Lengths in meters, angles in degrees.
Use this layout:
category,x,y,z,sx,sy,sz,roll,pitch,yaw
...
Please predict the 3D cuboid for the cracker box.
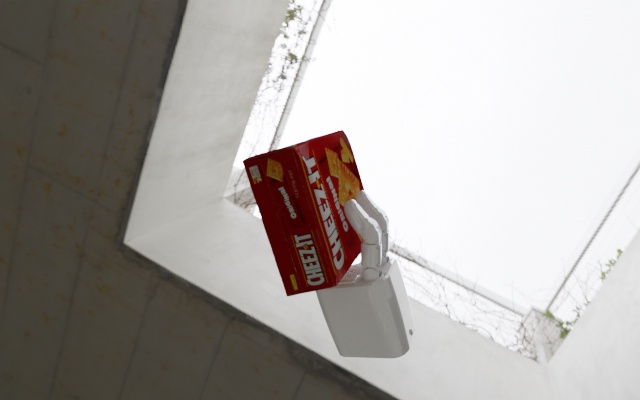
category,x,y,z,sx,sy,sz,roll,pitch,yaw
cracker box,0.000,0.002,0.615,0.072,0.164,0.213,-15,8,21
